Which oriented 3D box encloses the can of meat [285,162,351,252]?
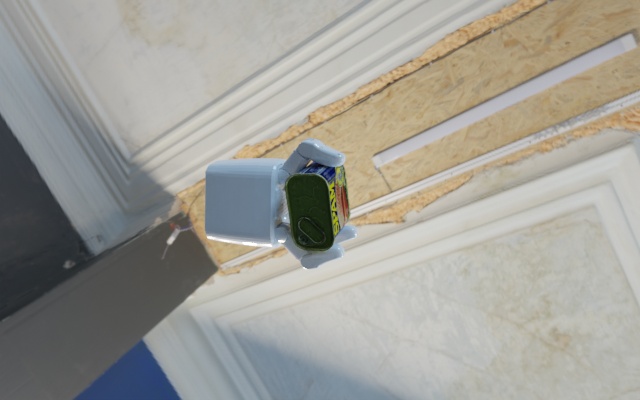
[{"bbox_3d":[0.000,0.002,0.618,0.057,0.102,0.084,0,20,20],"label":"can of meat"}]
